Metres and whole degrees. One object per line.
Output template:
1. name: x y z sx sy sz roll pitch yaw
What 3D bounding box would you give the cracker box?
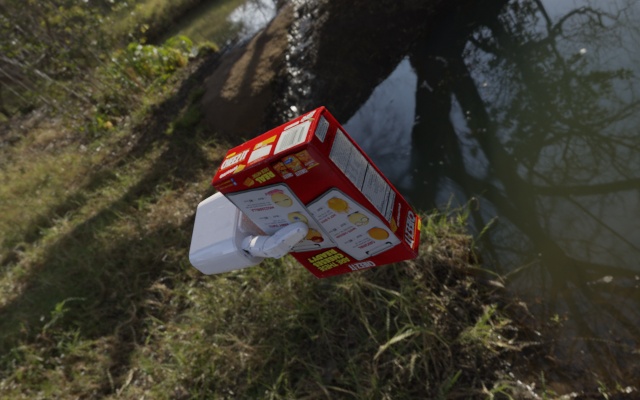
1. cracker box: 0.000 0.002 0.593 0.164 0.072 0.214 -19 -50 38
